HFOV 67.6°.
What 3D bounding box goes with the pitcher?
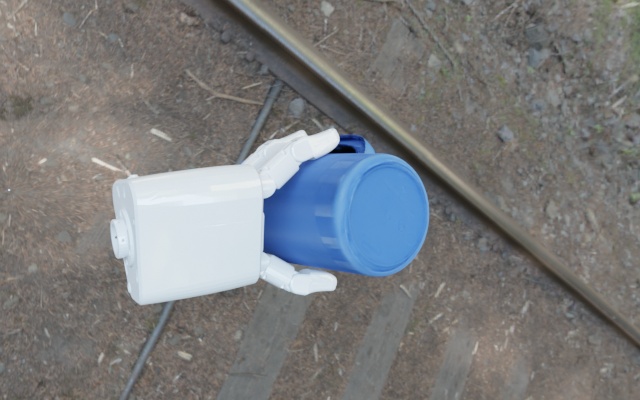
[{"bbox_3d":[0.000,0.002,0.512,0.145,0.149,0.243,-7,5,-32],"label":"pitcher"}]
